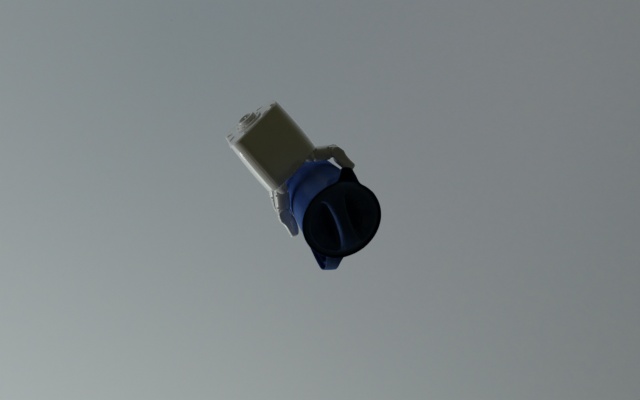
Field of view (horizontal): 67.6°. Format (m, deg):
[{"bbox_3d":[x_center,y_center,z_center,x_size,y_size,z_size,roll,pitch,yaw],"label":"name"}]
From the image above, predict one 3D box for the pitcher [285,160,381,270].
[{"bbox_3d":[0.000,0.003,0.862,0.149,0.145,0.242,-41,27,1],"label":"pitcher"}]
